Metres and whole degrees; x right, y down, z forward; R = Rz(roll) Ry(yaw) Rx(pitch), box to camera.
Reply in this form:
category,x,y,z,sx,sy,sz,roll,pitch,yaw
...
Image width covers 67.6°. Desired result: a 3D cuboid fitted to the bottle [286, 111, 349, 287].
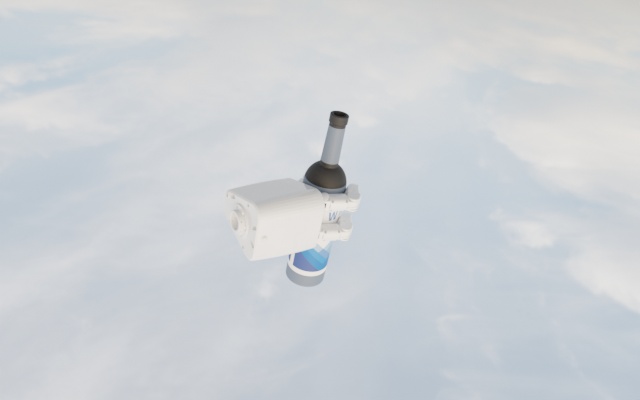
category,x,y,z,sx,sy,sz,roll,pitch,yaw
bottle,0.000,0.003,0.746,0.069,0.296,0.069,9,31,-5
